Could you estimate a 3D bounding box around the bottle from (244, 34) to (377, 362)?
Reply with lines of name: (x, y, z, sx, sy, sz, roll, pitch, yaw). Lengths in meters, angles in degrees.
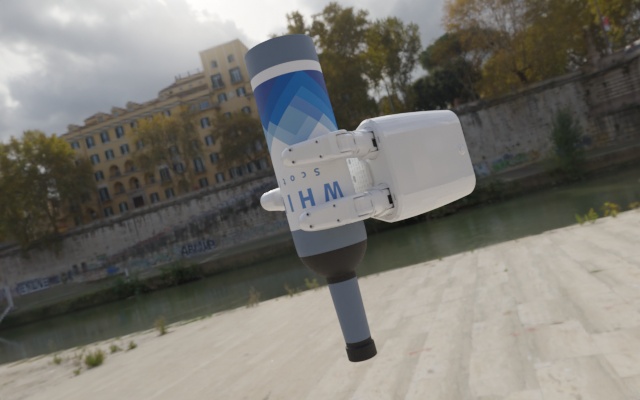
bottle: (0.000, 0.001, 0.441, 0.069, 0.295, 0.069, -15, -1, 0)
